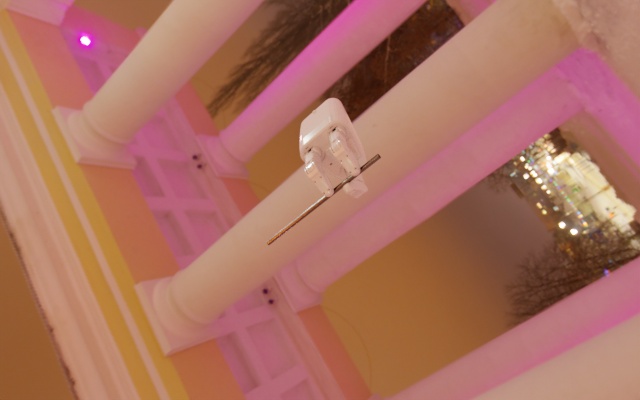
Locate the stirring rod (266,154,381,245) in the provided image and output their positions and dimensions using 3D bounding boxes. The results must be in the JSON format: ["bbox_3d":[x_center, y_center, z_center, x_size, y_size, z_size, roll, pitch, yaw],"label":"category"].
[{"bbox_3d":[0.000,0.002,0.760,0.239,0.011,0.011,-38,-16,21],"label":"stirring rod"}]
